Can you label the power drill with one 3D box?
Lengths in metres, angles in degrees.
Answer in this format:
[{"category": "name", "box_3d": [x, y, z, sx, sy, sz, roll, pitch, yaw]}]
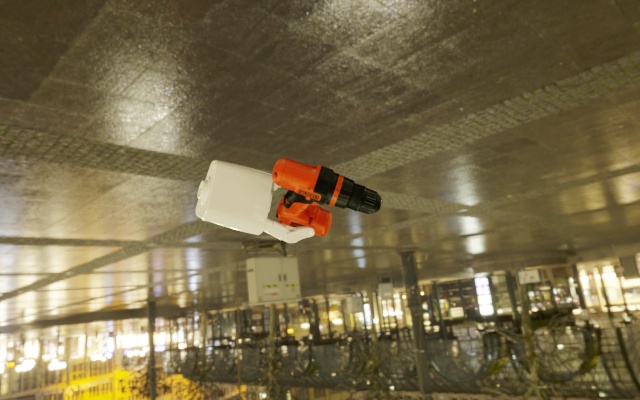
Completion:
[{"category": "power drill", "box_3d": [0.000, 0.003, 0.834, 0.184, 0.057, 0.188, 21, -25, -3]}]
